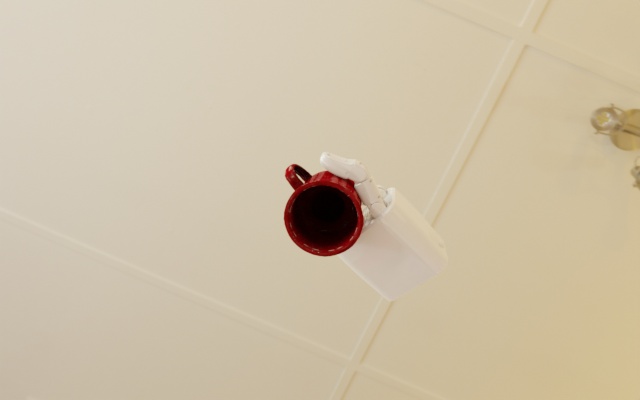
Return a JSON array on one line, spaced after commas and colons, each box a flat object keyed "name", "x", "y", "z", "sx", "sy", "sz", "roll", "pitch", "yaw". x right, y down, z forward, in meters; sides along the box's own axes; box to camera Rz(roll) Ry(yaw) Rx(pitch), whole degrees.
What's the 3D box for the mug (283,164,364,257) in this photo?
[{"name": "mug", "x": -0.001, "y": 0.001, "z": 0.585, "sx": 0.093, "sy": 0.117, "sz": 0.081, "roll": -42, "pitch": 7, "yaw": 17}]
